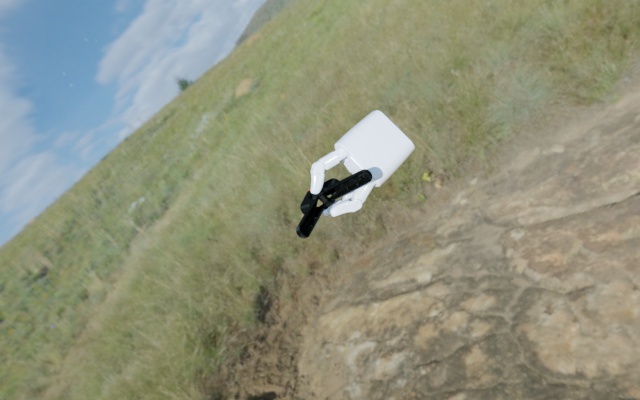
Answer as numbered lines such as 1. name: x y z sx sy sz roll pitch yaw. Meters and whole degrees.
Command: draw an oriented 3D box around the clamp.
1. clamp: 0.000 0.002 0.898 0.164 0.036 0.210 -42 12 -11
